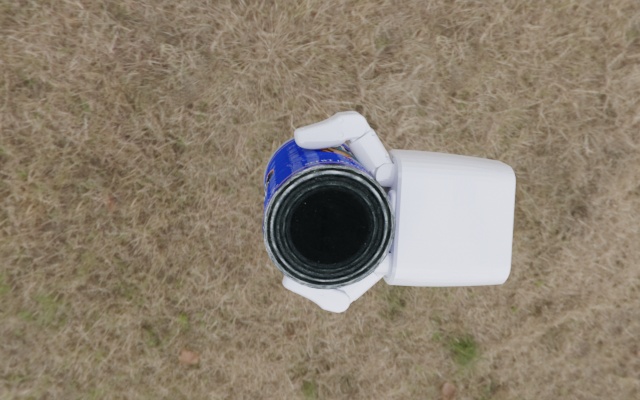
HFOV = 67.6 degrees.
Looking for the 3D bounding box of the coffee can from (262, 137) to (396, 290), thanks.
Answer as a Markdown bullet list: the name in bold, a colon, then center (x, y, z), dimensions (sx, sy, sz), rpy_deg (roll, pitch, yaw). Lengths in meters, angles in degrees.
- **coffee can**: center (0.000, 0.001, 0.428), dimensions (0.103, 0.103, 0.140), rpy_deg (0, 17, -6)
